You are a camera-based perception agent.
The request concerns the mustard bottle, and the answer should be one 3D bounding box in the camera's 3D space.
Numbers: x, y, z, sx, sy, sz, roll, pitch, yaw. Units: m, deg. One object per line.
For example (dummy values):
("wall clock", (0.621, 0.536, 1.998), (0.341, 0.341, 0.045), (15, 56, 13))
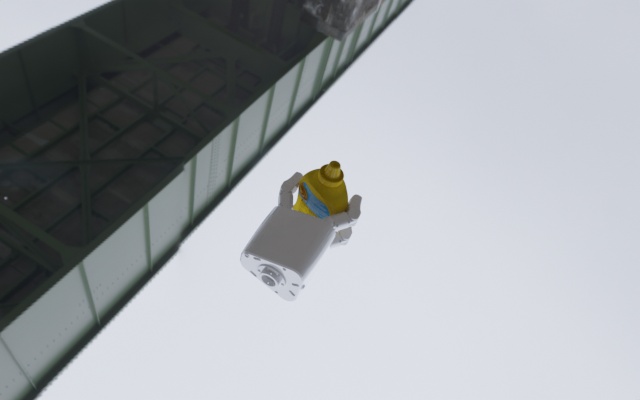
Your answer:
("mustard bottle", (0.000, 0.003, 0.809), (0.058, 0.096, 0.192), (-26, -27, -32))
